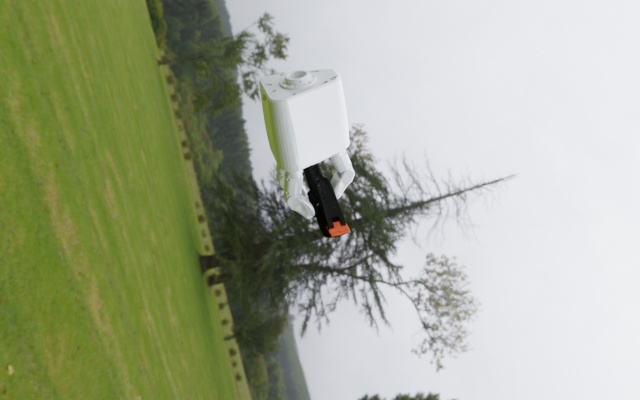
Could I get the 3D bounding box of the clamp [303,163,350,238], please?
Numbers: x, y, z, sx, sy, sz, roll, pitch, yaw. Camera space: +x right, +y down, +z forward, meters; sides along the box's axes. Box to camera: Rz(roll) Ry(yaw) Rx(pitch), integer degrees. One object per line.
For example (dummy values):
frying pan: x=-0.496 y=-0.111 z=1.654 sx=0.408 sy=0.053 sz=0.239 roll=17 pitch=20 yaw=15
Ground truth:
clamp: x=0.001 y=0.002 z=0.741 sx=0.036 sy=0.165 sz=0.209 roll=-15 pitch=37 yaw=-9
